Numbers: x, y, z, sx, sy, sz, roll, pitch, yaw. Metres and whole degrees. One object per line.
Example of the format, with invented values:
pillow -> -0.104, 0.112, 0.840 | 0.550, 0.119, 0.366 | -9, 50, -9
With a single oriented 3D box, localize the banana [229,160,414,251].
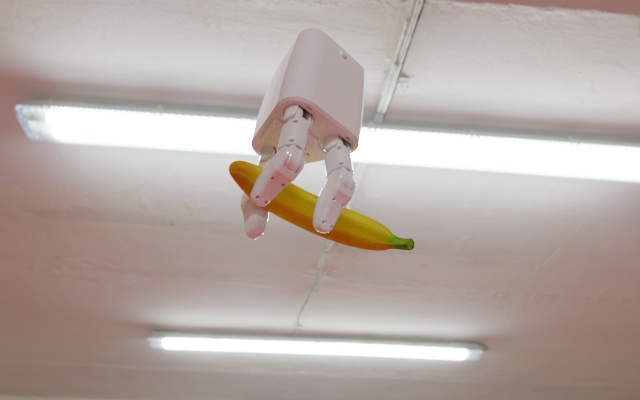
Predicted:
banana -> -0.003, 0.009, 0.490 | 0.198, 0.037, 0.070 | 22, -26, -11
